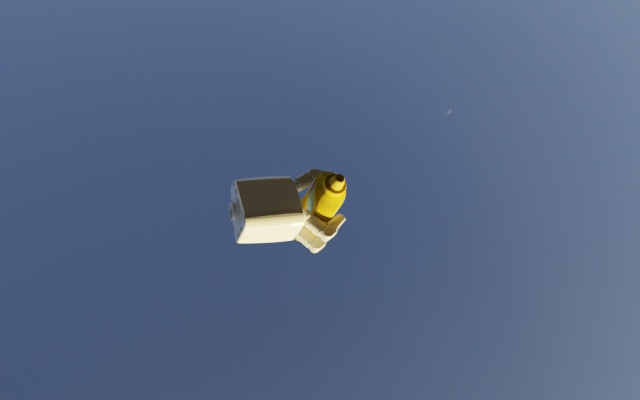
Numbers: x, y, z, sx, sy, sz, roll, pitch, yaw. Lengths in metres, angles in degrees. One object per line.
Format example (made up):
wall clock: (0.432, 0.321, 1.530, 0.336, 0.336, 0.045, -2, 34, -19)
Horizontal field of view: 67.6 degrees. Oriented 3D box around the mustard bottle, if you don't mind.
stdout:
mustard bottle: (0.000, 0.003, 0.882, 0.058, 0.096, 0.192, 19, -31, -12)
